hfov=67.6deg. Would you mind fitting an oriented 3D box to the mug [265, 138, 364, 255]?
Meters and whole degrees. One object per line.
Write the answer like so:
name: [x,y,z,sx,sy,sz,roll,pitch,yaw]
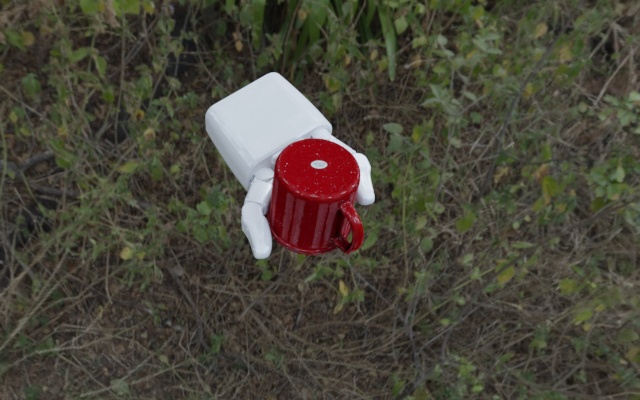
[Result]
mug: [0.001,0.002,0.465,0.093,0.117,0.082,-25,-31,-27]
